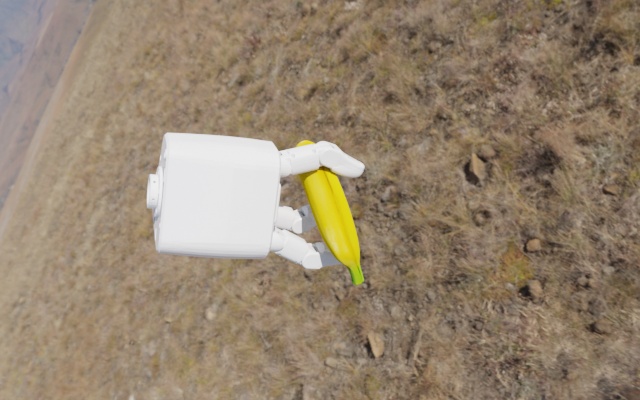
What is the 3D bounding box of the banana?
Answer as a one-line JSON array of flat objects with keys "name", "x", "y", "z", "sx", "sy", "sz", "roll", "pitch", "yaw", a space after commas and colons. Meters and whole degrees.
[{"name": "banana", "x": 0.001, "y": -0.006, "z": 0.516, "sx": 0.037, "sy": 0.197, "sz": 0.070, "roll": -13, "pitch": -34, "yaw": -10}]
